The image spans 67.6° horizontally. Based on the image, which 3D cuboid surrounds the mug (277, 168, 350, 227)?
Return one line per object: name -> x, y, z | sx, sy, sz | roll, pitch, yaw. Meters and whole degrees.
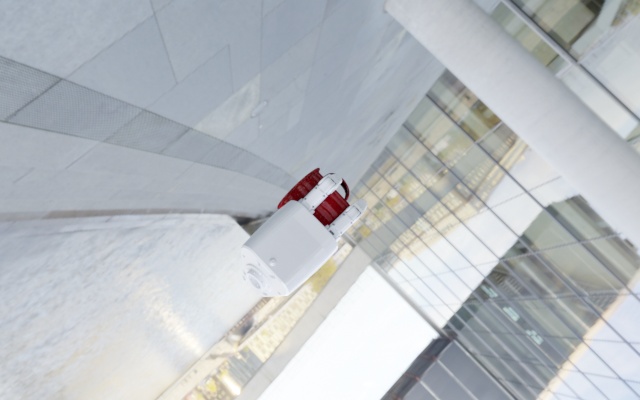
mug -> 0.001, 0.002, 0.759 | 0.117, 0.081, 0.093 | -41, -5, -32
